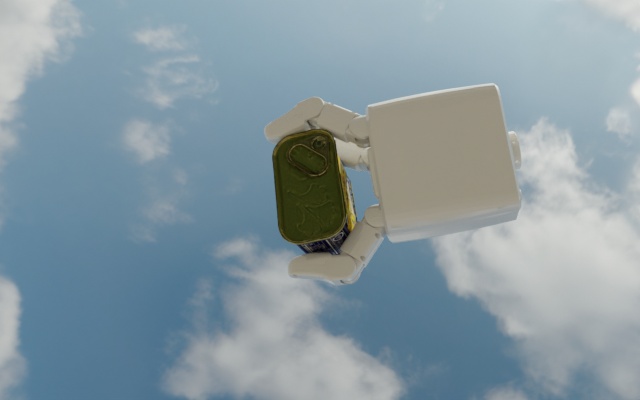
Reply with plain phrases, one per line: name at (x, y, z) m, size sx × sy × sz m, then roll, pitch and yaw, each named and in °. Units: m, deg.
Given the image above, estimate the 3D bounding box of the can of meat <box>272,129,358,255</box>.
can of meat at (0.000, 0.002, 0.430) m, size 0.057 × 0.102 × 0.084 m, roll -13°, pitch -25°, yaw 11°
